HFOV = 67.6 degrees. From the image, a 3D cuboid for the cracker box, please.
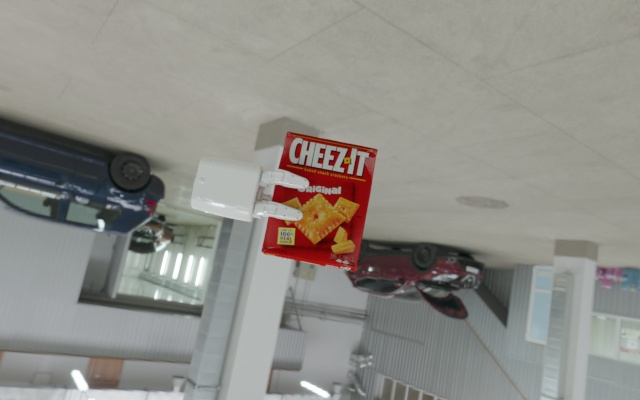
[{"bbox_3d":[0.000,0.003,0.827,0.164,0.213,0.072,11,-10,0],"label":"cracker box"}]
